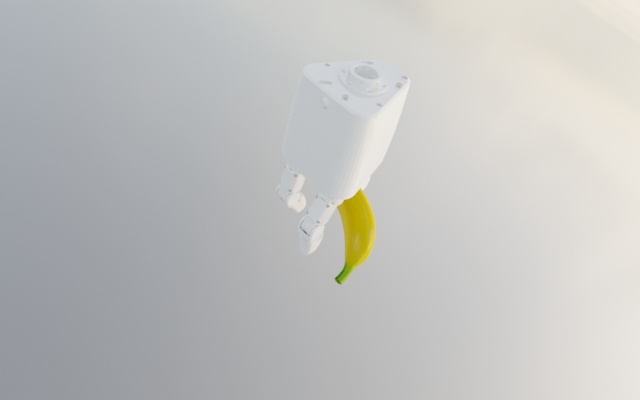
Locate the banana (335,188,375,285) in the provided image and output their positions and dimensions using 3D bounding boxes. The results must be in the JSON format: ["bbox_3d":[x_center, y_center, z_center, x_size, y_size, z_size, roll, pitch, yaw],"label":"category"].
[{"bbox_3d":[0.019,-0.001,0.570,0.069,0.197,0.037,-17,-33,-8],"label":"banana"}]
